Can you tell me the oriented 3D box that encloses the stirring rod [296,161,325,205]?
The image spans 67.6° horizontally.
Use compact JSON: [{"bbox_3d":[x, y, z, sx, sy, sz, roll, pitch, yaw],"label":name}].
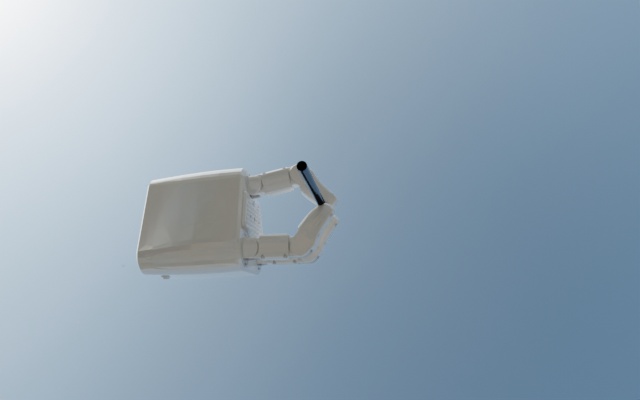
[{"bbox_3d":[0.000,0.001,0.467,0.011,0.011,0.239,0,-13,7],"label":"stirring rod"}]
